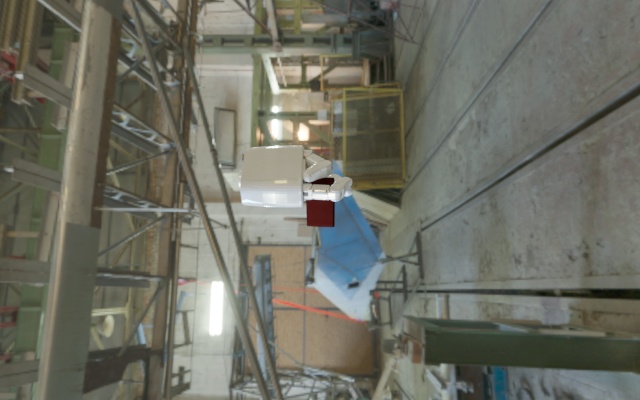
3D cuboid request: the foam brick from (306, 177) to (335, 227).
[{"bbox_3d":[0.000,0.003,0.869,0.051,0.078,0.053,-1,34,0],"label":"foam brick"}]
